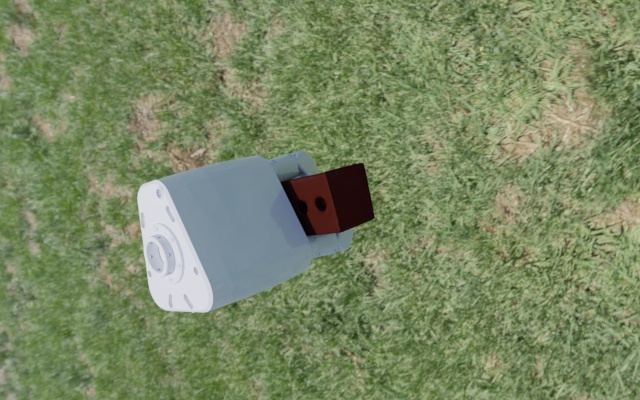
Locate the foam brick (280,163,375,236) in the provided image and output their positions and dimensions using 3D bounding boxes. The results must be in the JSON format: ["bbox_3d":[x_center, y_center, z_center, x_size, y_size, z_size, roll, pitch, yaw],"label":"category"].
[{"bbox_3d":[0.000,0.001,0.430,0.078,0.053,0.051,-11,4,43],"label":"foam brick"}]
